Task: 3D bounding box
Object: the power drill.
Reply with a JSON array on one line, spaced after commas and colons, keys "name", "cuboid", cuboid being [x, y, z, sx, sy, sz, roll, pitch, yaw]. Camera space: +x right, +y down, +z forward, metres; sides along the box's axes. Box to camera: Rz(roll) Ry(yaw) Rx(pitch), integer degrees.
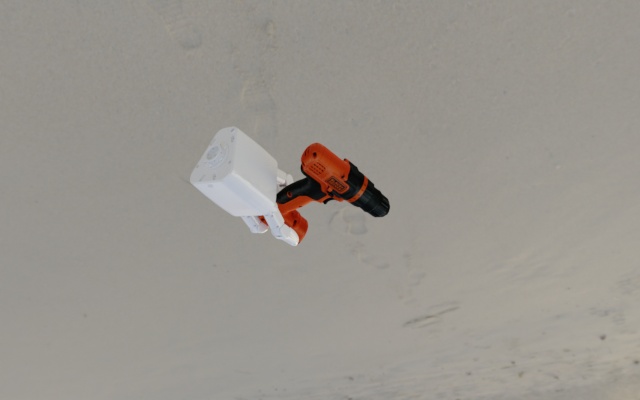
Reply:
[{"name": "power drill", "cuboid": [0.000, 0.003, 0.816, 0.184, 0.057, 0.188, 37, -53, -25]}]
